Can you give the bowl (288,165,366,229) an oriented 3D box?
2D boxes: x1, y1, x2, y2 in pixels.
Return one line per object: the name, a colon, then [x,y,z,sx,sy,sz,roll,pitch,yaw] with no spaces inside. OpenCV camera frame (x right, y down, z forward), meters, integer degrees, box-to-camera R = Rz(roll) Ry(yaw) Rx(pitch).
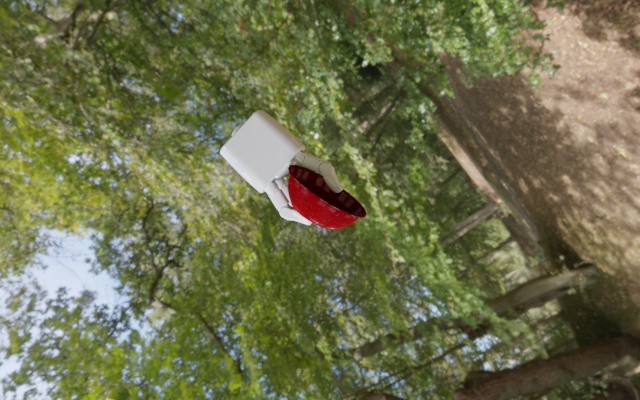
bowl: [0.001,0.004,0.848,0.162,0.055,0.162,30,15,-9]
